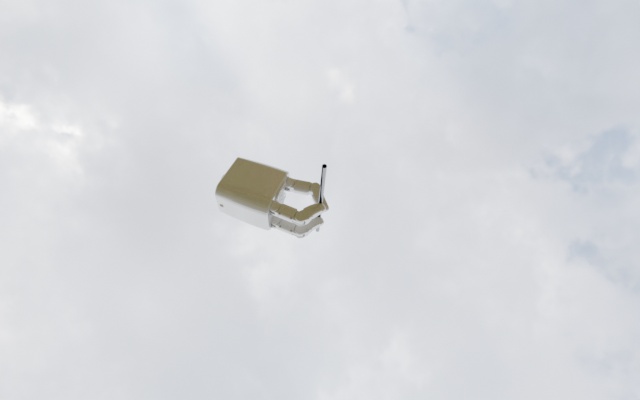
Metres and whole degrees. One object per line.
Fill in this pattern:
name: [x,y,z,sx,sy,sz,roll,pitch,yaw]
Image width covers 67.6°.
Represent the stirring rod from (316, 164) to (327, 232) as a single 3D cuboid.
stirring rod: [0.000,0.003,0.857,0.011,0.011,0.240,0,-28,-3]
